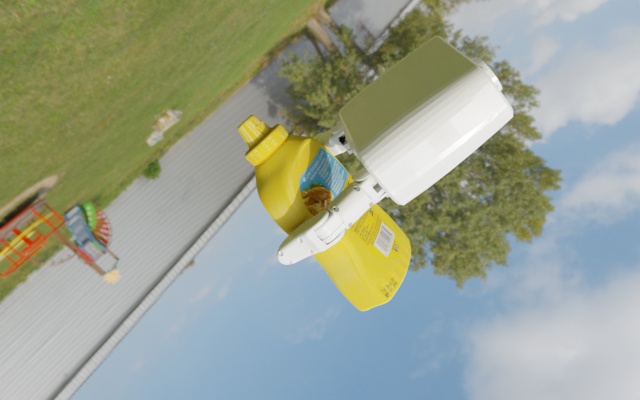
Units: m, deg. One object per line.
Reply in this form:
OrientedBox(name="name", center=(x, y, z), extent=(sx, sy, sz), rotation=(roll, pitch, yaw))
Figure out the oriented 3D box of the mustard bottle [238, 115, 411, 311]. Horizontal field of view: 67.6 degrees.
OrientedBox(name="mustard bottle", center=(0.000, 0.002, 0.422), extent=(0.058, 0.192, 0.096), rotation=(-31, 19, 38))
